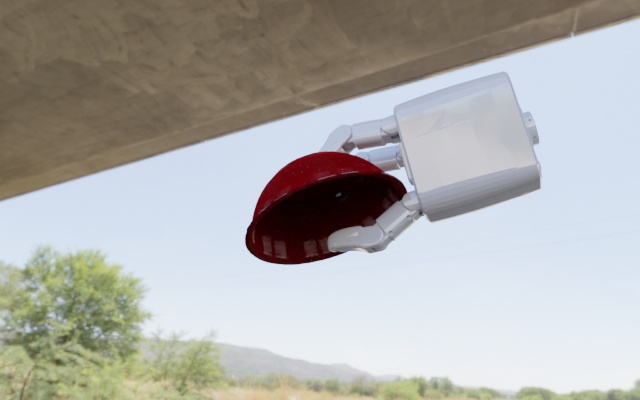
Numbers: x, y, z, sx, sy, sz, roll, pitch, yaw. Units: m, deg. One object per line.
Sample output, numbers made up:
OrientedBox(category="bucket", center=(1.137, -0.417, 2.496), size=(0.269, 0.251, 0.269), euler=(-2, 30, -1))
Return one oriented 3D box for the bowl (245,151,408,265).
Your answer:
OrientedBox(category="bowl", center=(-0.001, 0.002, 0.469), size=(0.162, 0.055, 0.162), euler=(-15, -30, -9))
